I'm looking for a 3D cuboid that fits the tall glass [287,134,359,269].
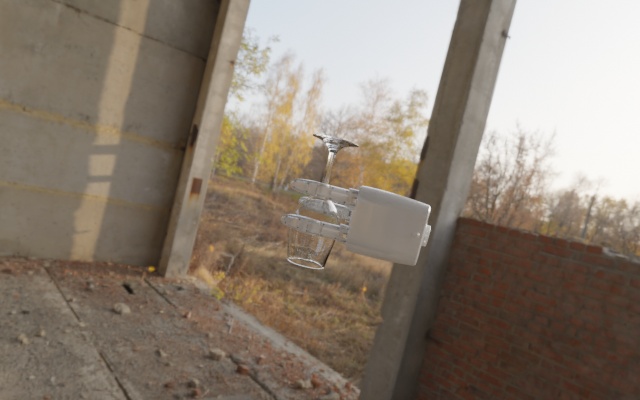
[{"bbox_3d":[0.000,0.002,0.747,0.079,0.201,0.079,14,2,-1],"label":"tall glass"}]
